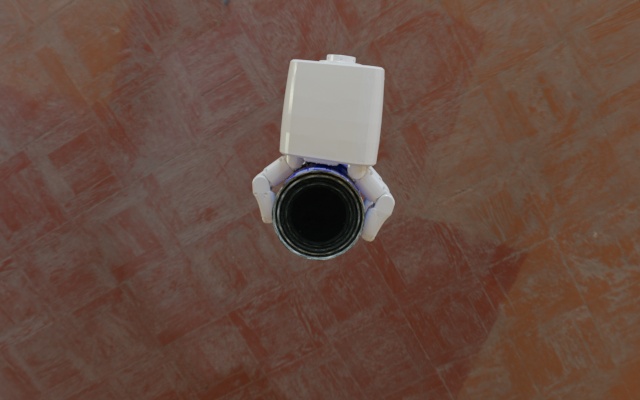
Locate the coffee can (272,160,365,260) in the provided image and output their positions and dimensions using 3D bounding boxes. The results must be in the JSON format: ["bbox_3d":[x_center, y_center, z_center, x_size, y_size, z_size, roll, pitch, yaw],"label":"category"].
[{"bbox_3d":[0.000,0.002,0.587,0.103,0.103,0.140,0,13,2],"label":"coffee can"}]
